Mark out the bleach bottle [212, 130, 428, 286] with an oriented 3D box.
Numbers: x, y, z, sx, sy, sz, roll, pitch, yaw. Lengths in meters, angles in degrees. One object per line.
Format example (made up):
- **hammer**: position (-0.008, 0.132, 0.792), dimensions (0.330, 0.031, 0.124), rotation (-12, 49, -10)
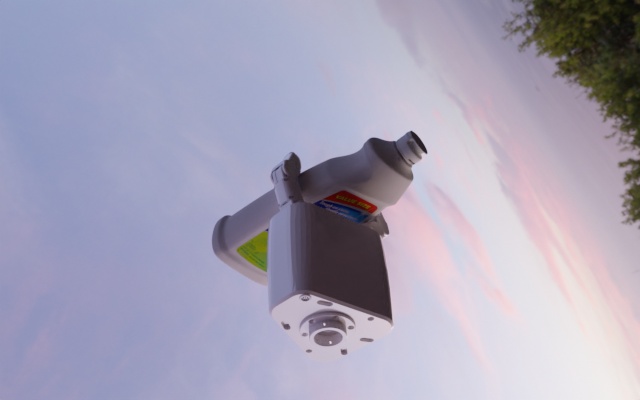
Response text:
- **bleach bottle**: position (0.000, 0.002, 0.526), dimensions (0.251, 0.068, 0.103), rotation (-35, -56, 25)
